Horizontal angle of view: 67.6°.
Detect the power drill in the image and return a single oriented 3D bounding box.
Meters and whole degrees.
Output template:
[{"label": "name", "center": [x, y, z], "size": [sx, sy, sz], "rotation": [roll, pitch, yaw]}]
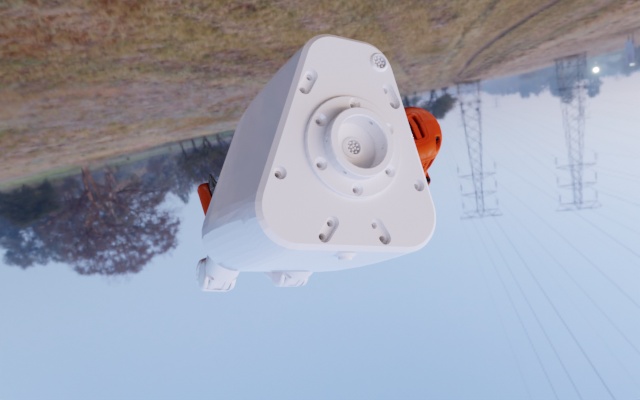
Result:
[{"label": "power drill", "center": [0.000, 0.001, 0.409], "size": [0.187, 0.057, 0.184], "rotation": [-21, -20, -10]}]
